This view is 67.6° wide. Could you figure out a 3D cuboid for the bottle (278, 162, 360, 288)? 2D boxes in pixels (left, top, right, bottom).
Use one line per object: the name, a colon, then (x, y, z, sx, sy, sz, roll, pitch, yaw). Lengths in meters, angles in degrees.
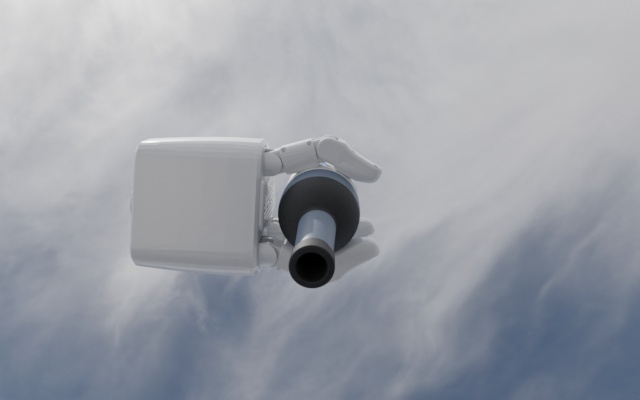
bottle: (0.000, 0.001, 0.420, 0.069, 0.069, 0.295, 0, 15, 2)
